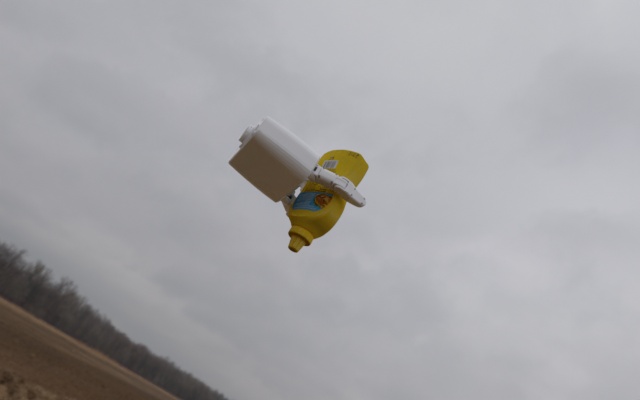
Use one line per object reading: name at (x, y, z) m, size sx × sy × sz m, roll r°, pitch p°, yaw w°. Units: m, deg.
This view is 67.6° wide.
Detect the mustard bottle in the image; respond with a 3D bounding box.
mustard bottle at (0.000, 0.003, 0.785) m, size 0.096 × 0.191 × 0.058 m, roll 4°, pitch -37°, yaw 43°
